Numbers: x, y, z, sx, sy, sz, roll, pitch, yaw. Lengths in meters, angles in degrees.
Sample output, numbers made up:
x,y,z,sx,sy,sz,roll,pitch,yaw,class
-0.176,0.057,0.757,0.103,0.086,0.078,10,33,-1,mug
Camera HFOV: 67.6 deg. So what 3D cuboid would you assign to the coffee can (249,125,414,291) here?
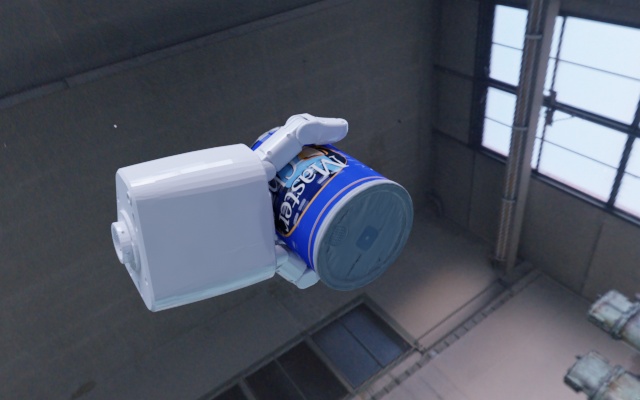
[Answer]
x,y,z,sx,sy,sz,roll,pitch,yaw,class
0.000,0.001,0.442,0.103,0.103,0.140,0,26,-39,coffee can
